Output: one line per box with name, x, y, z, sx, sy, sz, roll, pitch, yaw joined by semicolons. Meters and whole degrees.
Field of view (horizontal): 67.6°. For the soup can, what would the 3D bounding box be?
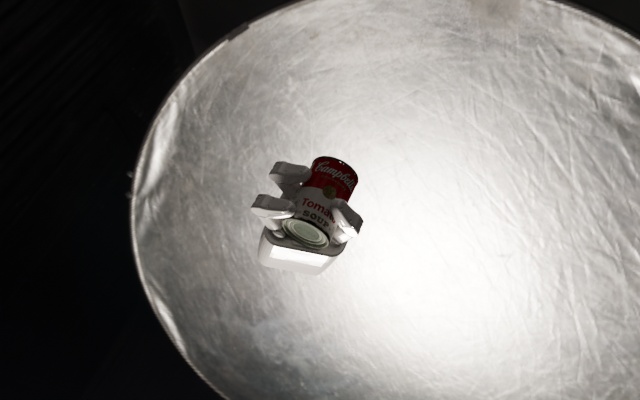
soup can;0.000;0.002;0.618;0.068;0.102;0.068;20;-29;12
